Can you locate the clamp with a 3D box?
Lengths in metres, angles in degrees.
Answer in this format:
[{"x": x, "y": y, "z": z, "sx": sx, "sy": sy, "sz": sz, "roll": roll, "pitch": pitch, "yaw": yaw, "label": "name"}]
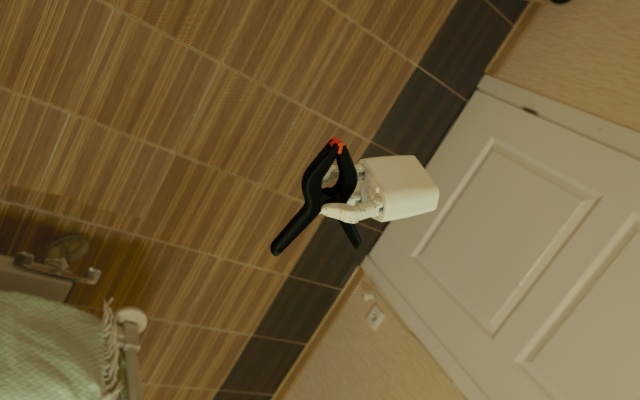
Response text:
[{"x": 0.001, "y": 0.002, "z": 0.764, "sx": 0.164, "sy": 0.210, "sz": 0.036, "roll": -9, "pitch": 31, "yaw": -22, "label": "clamp"}]
